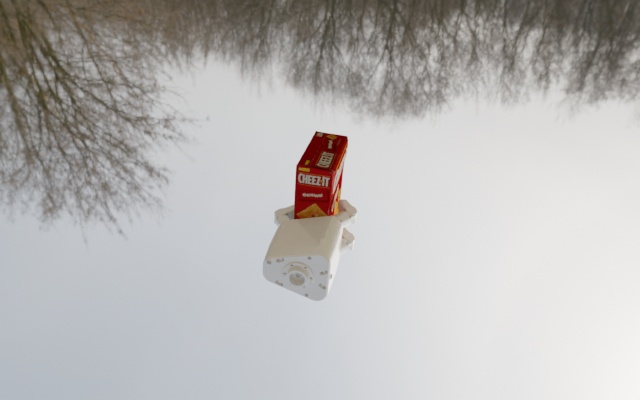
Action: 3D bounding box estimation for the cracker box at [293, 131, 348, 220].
[{"bbox_3d":[0.000,0.003,0.878,0.072,0.214,0.164,9,30,7],"label":"cracker box"}]
